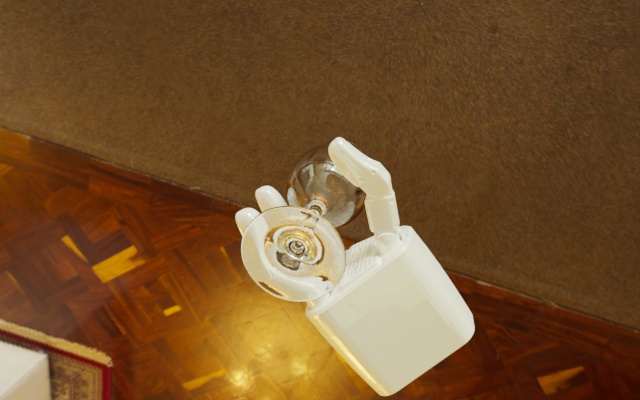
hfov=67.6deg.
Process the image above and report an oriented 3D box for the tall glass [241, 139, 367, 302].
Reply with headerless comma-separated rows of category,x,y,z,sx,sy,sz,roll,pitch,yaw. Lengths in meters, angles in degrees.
tall glass,0.000,0.001,0.416,0.079,0.079,0.201,0,22,12
